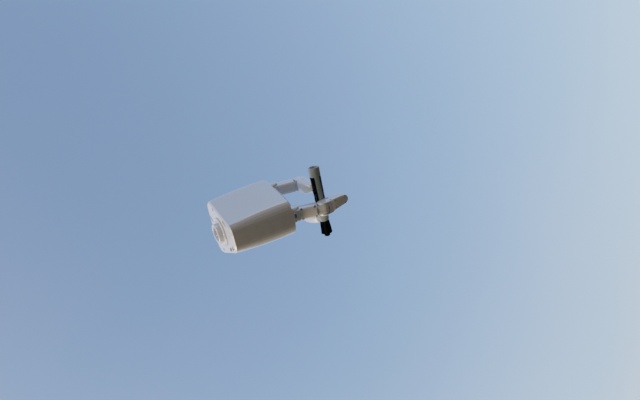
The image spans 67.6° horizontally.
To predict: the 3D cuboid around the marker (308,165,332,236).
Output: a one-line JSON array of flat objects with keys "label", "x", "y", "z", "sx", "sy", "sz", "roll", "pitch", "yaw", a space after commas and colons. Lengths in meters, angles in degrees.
[{"label": "marker", "x": 0.000, "y": 0.003, "z": 0.783, "sx": 0.020, "sy": 0.121, "sz": 0.020, "roll": -11, "pitch": 19, "yaw": 4}]
